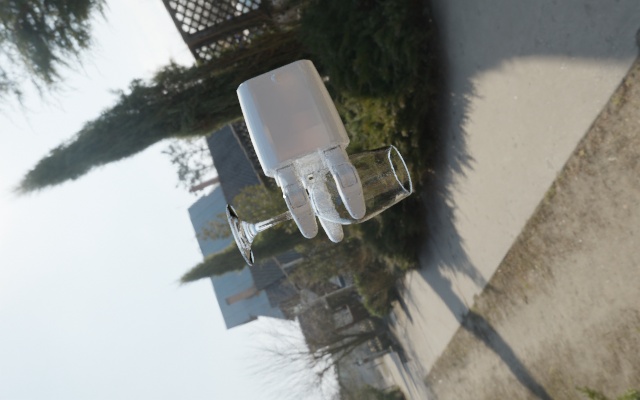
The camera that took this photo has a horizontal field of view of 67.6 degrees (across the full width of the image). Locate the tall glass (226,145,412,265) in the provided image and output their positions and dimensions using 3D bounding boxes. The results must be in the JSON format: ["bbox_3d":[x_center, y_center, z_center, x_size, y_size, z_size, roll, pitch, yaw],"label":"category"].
[{"bbox_3d":[0.000,0.002,0.546,0.201,0.079,0.079,-22,1,-2],"label":"tall glass"}]
